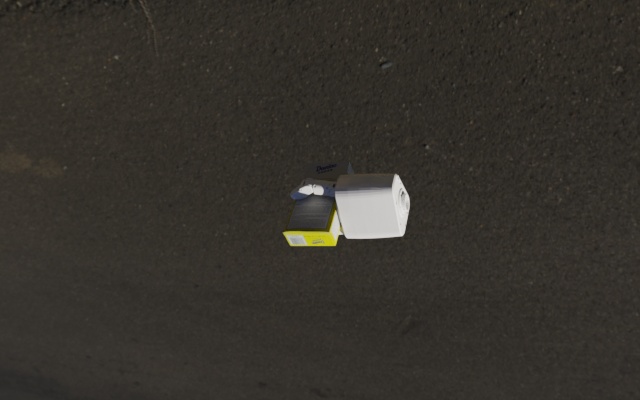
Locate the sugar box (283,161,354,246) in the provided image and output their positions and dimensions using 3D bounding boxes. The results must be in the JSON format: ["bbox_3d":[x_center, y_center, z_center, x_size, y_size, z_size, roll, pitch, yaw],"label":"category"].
[{"bbox_3d":[0.000,0.003,0.892,0.093,0.176,0.048,-1,-44,24],"label":"sugar box"}]
